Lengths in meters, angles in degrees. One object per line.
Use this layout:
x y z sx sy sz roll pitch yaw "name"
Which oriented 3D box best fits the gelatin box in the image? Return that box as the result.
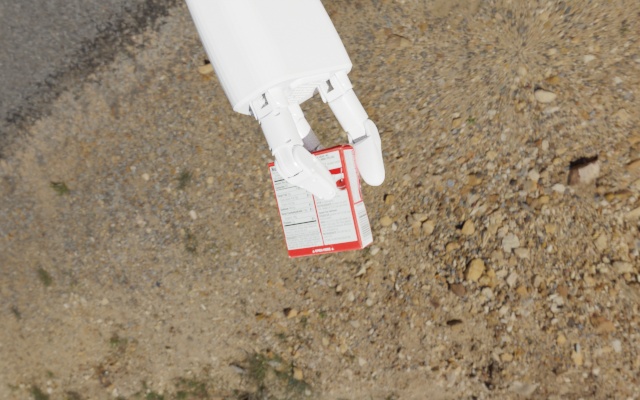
0.000 0.002 0.417 0.073 0.089 0.030 -11 3 27 "gelatin box"
